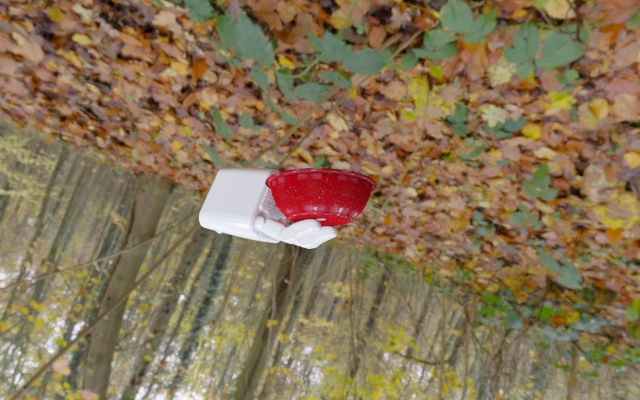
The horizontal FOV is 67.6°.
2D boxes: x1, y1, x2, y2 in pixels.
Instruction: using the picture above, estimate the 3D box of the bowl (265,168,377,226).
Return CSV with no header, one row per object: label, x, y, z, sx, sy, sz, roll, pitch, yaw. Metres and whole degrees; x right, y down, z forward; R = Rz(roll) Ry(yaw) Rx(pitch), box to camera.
bowl,0.001,0.003,0.685,0.162,0.055,0.162,1,-14,0
